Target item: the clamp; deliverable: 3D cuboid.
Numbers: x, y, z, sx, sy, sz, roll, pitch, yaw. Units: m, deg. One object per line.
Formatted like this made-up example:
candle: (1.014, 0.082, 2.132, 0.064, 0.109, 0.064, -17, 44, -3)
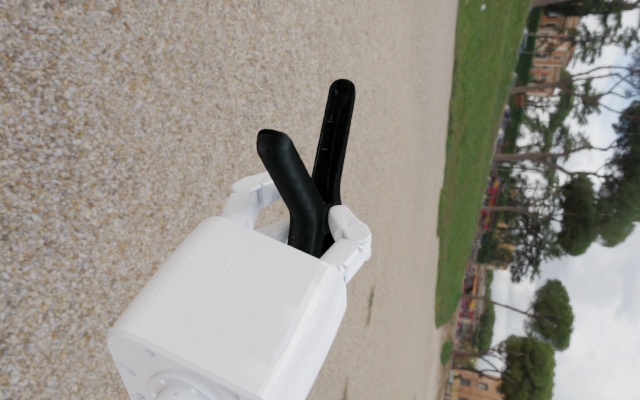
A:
clamp: (0.001, 0.002, 0.428, 0.036, 0.210, 0.164, 10, 36, 20)
